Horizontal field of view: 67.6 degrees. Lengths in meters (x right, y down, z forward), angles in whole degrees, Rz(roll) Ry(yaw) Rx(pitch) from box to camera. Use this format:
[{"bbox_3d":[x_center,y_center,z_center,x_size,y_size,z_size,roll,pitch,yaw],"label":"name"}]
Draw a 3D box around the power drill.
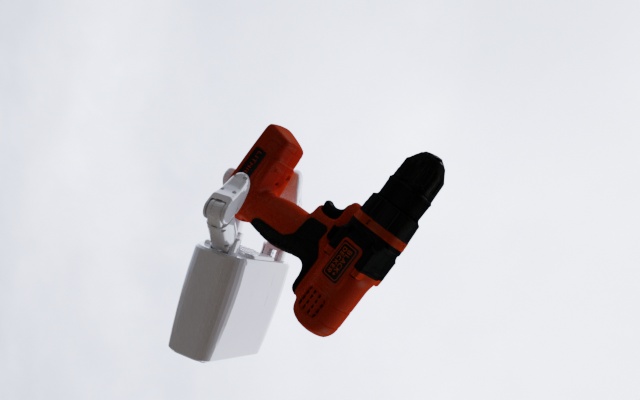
[{"bbox_3d":[0.000,0.001,0.447,0.187,0.184,0.057,39,3,37],"label":"power drill"}]
